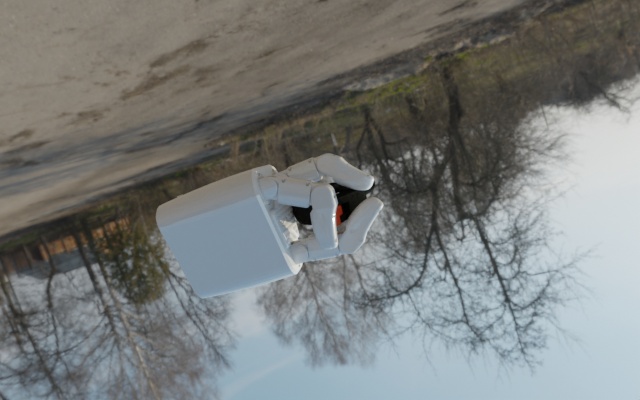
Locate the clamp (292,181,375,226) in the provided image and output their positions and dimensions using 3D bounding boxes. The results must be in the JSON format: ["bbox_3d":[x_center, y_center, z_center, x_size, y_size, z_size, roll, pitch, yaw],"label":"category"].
[{"bbox_3d":[0.000,0.002,0.535,0.120,0.039,0.171,-18,5,10],"label":"clamp"}]
